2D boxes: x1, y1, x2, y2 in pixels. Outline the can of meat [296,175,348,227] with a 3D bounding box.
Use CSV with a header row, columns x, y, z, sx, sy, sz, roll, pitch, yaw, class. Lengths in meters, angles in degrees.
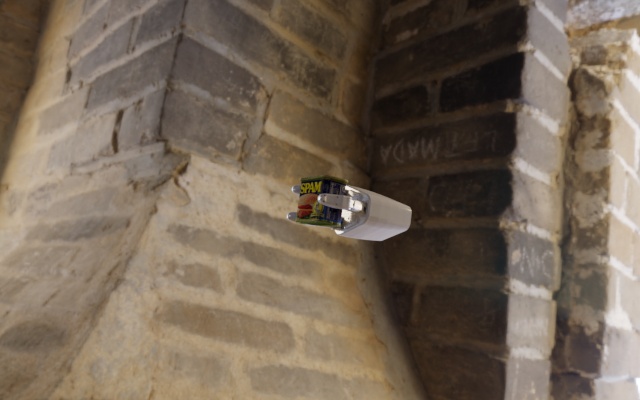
x,y,z,sx,sy,sz,roll,pitch,yaw,class
0.000,0.003,0.875,0.057,0.084,0.102,13,-9,-33,can of meat
